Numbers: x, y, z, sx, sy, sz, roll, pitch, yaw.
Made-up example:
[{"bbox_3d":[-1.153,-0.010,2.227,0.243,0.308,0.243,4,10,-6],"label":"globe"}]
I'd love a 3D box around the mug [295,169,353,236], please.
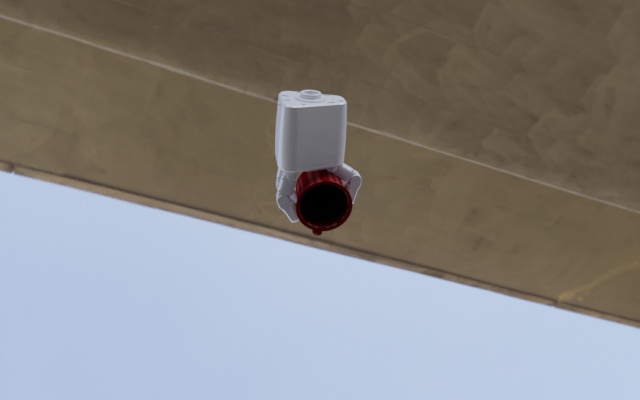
[{"bbox_3d":[0.000,0.004,0.811,0.093,0.117,0.081,1,27,-9],"label":"mug"}]
